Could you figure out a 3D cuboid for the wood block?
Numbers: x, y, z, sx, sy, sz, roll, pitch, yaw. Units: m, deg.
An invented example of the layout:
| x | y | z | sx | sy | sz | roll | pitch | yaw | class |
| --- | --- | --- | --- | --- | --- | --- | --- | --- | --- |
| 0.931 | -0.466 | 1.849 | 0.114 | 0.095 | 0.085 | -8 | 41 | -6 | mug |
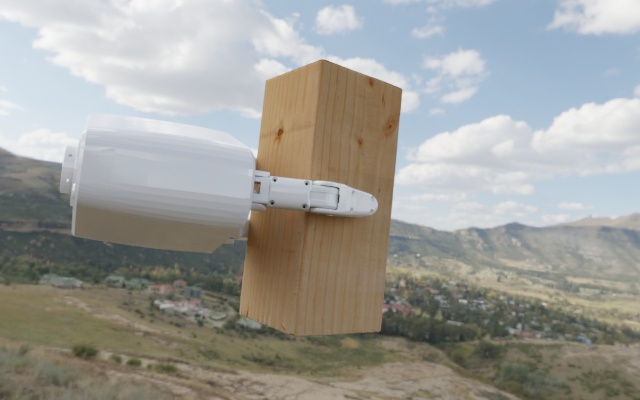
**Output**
| x | y | z | sx | sy | sz | roll | pitch | yaw | class |
| --- | --- | --- | --- | --- | --- | --- | --- | --- | --- |
| 0.000 | 0.001 | 0.408 | 0.090 | 0.206 | 0.091 | 9 | -5 | -37 | wood block |
